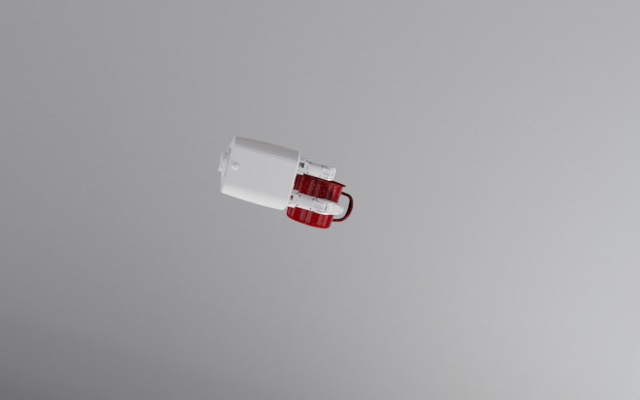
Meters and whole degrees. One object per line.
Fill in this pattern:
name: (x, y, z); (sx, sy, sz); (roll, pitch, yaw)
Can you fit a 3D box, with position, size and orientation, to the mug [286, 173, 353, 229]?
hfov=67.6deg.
mug: (0.001, 0.003, 0.837); (0.117, 0.081, 0.093); (16, 6, -14)
